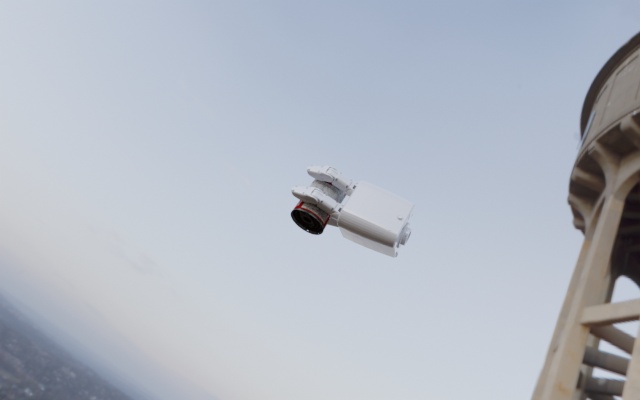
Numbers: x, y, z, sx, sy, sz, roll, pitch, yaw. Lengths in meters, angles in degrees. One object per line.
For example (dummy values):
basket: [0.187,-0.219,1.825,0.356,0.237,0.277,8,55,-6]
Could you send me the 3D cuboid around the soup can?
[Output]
soup can: [0.000,0.003,0.875,0.068,0.102,0.069,25,-31,16]
